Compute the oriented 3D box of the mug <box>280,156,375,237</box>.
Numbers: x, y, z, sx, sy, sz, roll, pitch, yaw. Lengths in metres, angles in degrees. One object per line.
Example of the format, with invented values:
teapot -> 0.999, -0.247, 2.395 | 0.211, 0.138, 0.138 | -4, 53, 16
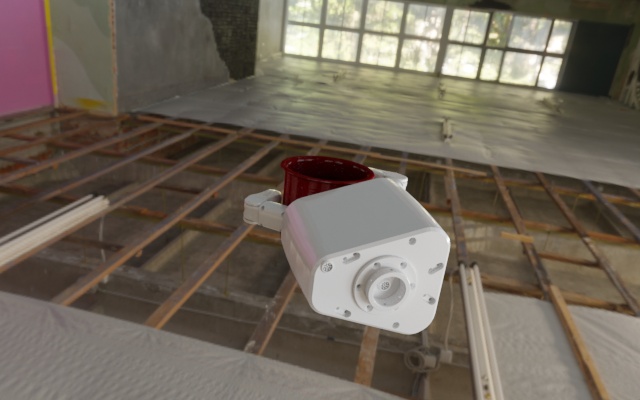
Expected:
mug -> 0.000, 0.001, 0.493 | 0.093, 0.081, 0.117 | 2, 20, -14
